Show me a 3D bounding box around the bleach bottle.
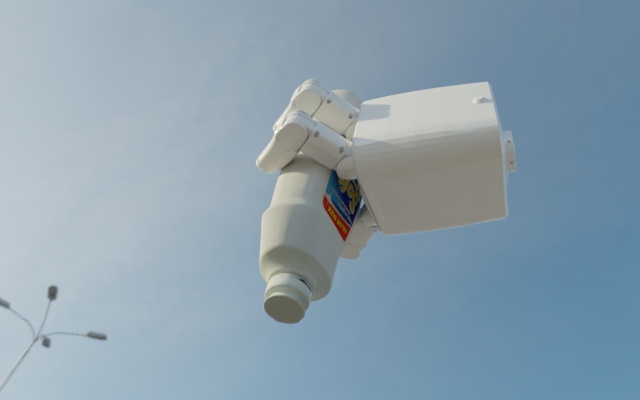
[{"bbox_3d":[0.000,0.001,0.412,0.068,0.103,0.250,-7,36,18],"label":"bleach bottle"}]
